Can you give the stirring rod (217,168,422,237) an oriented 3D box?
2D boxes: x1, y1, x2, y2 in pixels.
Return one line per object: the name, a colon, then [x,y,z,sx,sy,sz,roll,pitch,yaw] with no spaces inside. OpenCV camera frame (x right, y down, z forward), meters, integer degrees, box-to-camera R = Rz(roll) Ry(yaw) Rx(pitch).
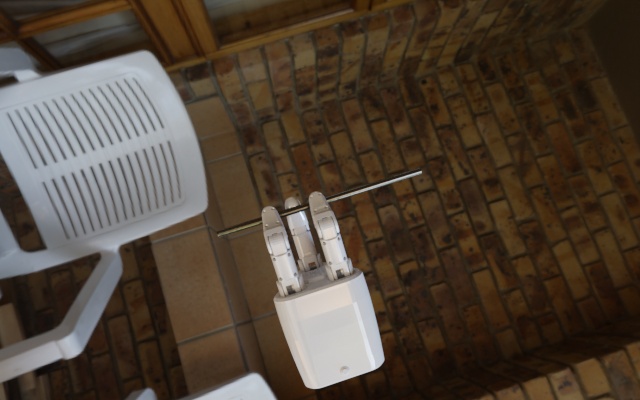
stirring rod: [0.000,0.002,0.540,0.239,0.011,0.011,-17,1,-4]
